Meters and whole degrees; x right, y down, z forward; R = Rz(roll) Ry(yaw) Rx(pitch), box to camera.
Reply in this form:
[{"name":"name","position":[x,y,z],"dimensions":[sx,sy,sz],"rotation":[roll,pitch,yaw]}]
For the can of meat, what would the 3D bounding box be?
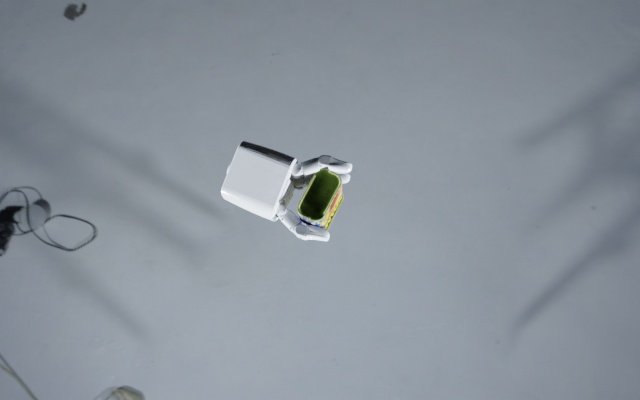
[{"name":"can of meat","position":[0.000,0.003,0.850],"dimensions":[0.057,0.102,0.084],"rotation":[25,-16,11]}]
